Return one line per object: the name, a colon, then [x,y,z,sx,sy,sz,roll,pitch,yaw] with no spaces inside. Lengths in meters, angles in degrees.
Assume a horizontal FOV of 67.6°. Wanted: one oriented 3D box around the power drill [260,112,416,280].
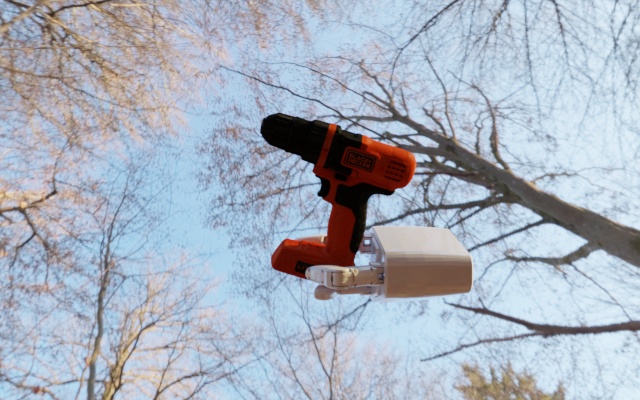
power drill: [0.000,0.002,0.570,0.184,0.188,0.057,18,19,-2]
